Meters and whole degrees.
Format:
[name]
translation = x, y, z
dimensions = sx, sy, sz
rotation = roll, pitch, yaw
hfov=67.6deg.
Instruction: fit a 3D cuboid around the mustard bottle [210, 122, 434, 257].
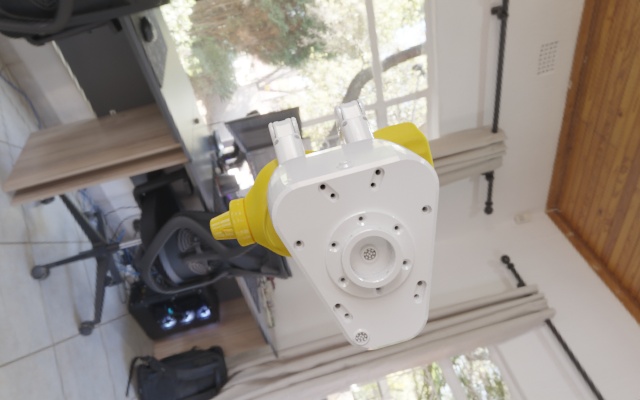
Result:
[mustard bottle]
translation = 0.000, 0.001, 0.413
dimensions = 0.191, 0.096, 0.058
rotation = -15, 35, -2
